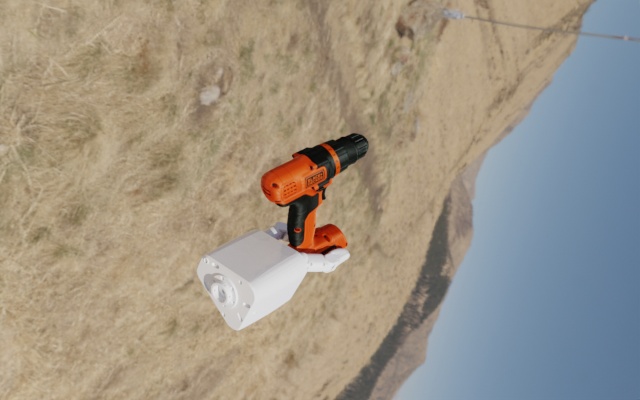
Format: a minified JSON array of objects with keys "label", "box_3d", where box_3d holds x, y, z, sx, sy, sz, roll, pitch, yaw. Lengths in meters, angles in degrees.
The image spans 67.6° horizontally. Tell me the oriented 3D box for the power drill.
[{"label":"power drill","box_3d":[0.000,0.003,0.721,0.184,0.188,0.057,-27,41,-28]}]
